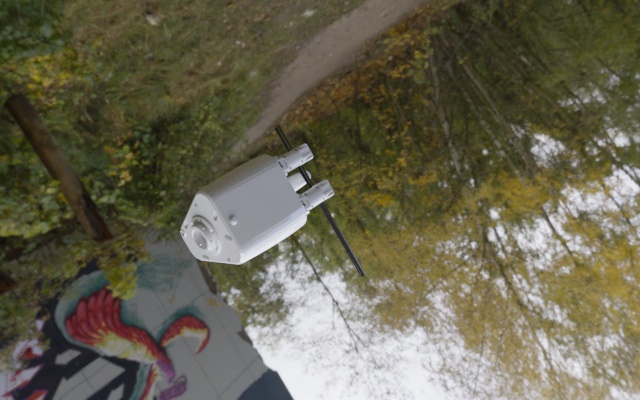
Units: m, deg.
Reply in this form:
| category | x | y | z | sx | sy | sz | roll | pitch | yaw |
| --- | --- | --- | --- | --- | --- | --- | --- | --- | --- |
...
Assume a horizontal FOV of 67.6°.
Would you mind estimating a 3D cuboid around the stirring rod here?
| category | x | y | z | sx | sy | sz | roll | pitch | yaw |
| --- | --- | --- | --- | --- | --- | --- | --- | --- | --- |
| stirring rod | 0.000 | 0.002 | 0.665 | 0.011 | 0.239 | 0.011 | -30 | 4 | 2 |
